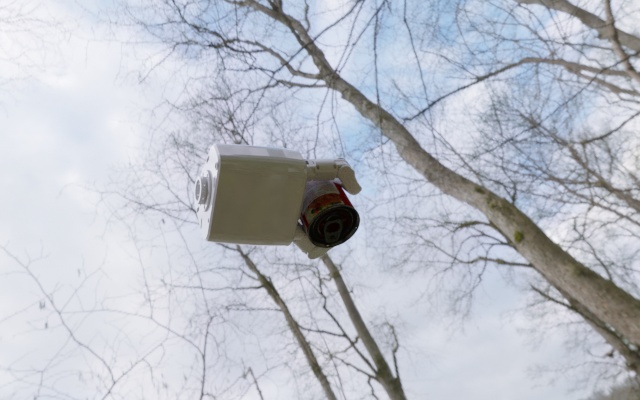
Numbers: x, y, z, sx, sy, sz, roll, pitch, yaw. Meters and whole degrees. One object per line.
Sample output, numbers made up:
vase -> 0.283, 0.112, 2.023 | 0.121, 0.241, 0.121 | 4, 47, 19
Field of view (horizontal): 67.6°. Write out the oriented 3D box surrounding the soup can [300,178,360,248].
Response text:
soup can -> 0.000, 0.002, 0.613 | 0.068, 0.068, 0.102 | 0, 38, -25
